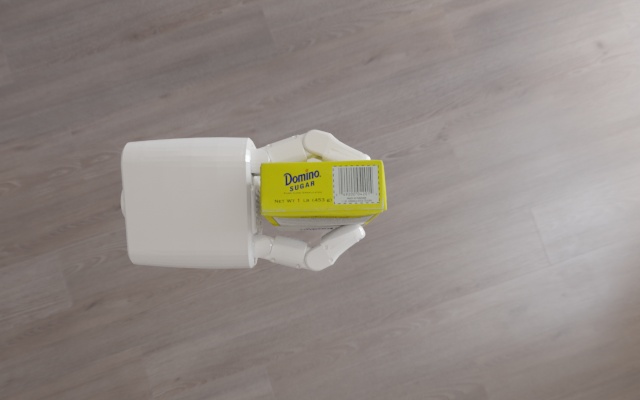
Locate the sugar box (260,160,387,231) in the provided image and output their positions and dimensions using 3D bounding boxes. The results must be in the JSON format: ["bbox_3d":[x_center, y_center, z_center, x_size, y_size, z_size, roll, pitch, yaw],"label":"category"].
[{"bbox_3d":[0.000,0.001,0.432,0.093,0.048,0.176,-1,-5,-2],"label":"sugar box"}]
